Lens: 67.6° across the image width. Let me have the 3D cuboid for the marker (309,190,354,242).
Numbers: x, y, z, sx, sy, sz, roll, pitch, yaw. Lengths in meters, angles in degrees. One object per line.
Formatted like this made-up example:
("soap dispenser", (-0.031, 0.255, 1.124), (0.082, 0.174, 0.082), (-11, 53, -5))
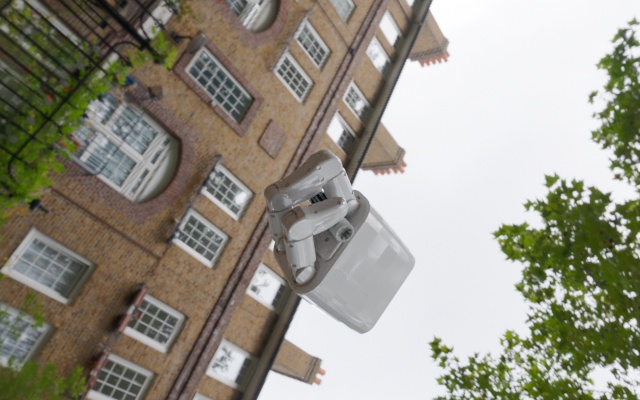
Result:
("marker", (0.000, 0.002, 0.474), (0.020, 0.020, 0.121), (0, 28, -24))
